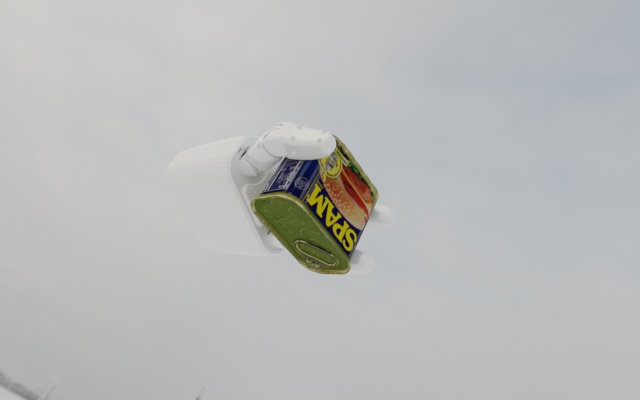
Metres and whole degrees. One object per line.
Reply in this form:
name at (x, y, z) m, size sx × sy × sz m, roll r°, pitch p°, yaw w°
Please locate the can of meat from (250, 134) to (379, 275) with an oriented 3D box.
can of meat at (0.000, 0.001, 0.420) m, size 0.057 × 0.084 × 0.102 m, roll -7°, pitch -47°, yaw 41°
